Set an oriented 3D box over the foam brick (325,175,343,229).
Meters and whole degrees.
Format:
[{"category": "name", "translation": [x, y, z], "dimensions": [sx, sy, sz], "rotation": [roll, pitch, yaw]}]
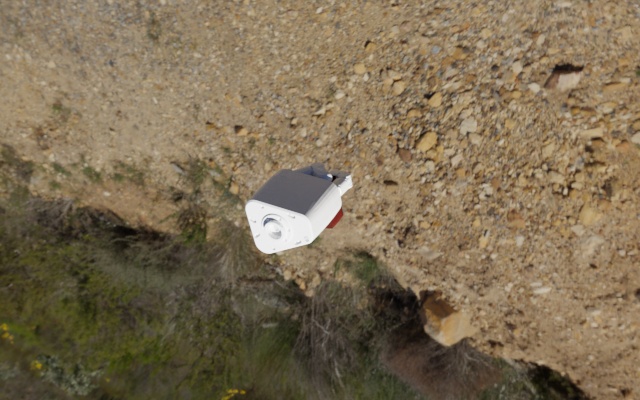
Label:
[{"category": "foam brick", "translation": [0.000, 0.003, 0.802], "dimensions": [0.053, 0.078, 0.051], "rotation": [0, 28, 26]}]
